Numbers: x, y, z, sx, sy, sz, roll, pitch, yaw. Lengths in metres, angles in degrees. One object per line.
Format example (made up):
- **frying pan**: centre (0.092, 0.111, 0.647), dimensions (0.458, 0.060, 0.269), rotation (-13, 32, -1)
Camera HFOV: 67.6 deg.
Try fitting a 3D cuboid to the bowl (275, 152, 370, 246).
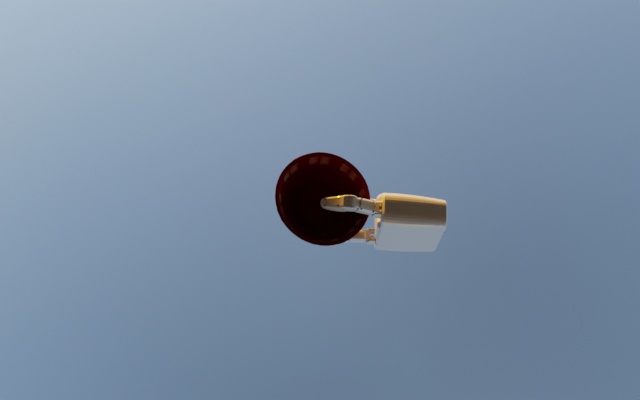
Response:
- **bowl**: centre (-0.001, 0.002, 0.808), dimensions (0.162, 0.162, 0.055), rotation (0, -17, -13)
